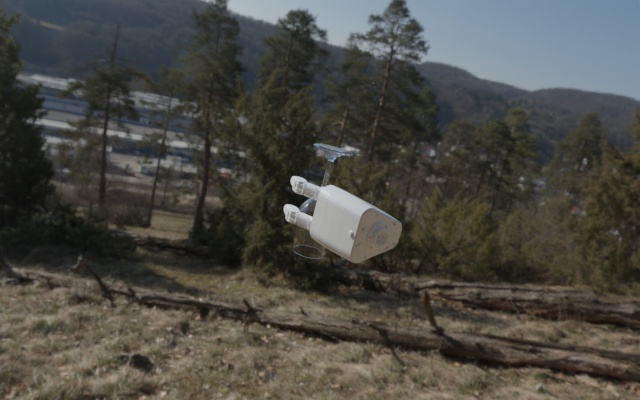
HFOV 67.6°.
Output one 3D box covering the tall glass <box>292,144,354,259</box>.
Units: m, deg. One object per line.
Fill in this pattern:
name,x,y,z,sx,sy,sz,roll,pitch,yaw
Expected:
tall glass,0.000,0.002,0.871,0.079,0.201,0.079,13,14,-3
